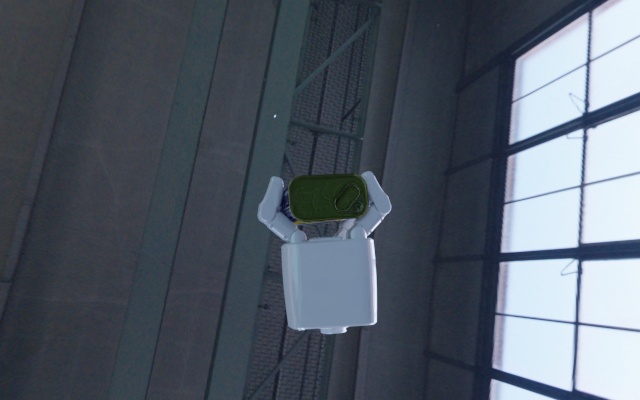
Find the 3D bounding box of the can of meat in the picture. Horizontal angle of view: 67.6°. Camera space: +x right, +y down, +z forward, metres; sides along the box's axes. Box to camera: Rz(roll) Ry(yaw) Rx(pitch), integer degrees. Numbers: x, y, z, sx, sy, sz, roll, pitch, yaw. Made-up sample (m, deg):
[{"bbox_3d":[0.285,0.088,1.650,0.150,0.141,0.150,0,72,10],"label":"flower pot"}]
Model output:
[{"bbox_3d":[0.000,0.002,0.621,0.102,0.057,0.084,-4,-8,-16],"label":"can of meat"}]
